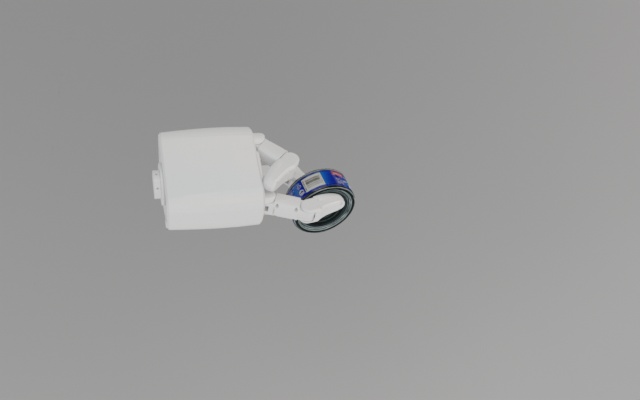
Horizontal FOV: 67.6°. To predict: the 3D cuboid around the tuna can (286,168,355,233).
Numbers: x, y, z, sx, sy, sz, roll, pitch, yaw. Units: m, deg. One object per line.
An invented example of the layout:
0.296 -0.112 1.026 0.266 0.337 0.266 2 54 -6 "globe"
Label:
0.000 0.002 0.608 0.086 0.086 0.033 0 44 -29 "tuna can"
